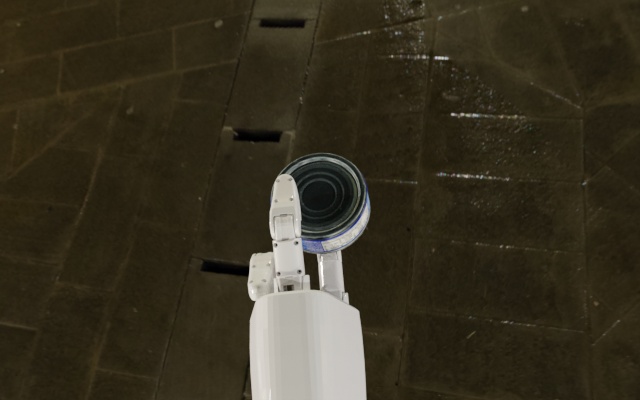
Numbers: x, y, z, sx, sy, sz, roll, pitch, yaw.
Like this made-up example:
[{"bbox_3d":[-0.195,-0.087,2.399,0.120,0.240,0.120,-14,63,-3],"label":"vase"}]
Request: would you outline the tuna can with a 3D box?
[{"bbox_3d":[0.000,0.001,0.420,0.086,0.086,0.034,0,-27,10],"label":"tuna can"}]
